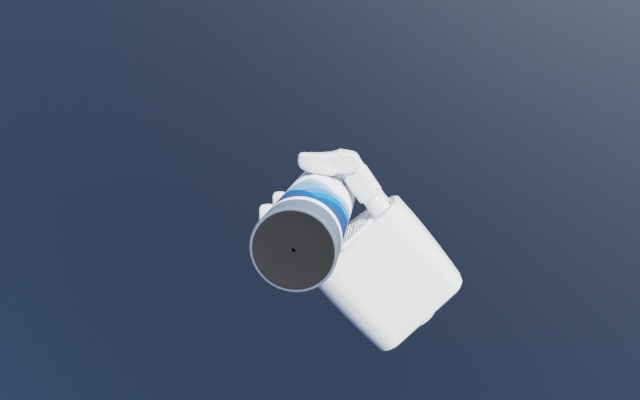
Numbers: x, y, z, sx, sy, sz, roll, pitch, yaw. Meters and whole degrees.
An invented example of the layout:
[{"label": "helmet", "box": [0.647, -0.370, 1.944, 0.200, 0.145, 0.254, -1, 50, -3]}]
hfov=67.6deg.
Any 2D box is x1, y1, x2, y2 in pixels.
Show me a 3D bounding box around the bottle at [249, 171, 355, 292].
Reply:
[{"label": "bottle", "box": [0.000, 0.002, 0.490, 0.069, 0.069, 0.295, 0, 14, 8]}]
